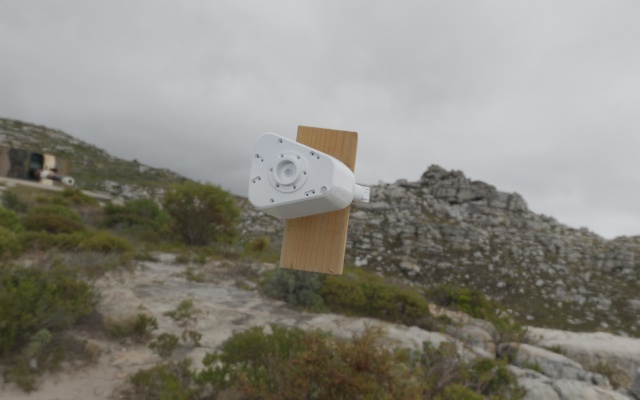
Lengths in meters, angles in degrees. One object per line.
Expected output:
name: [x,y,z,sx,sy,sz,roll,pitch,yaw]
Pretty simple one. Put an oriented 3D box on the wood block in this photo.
wood block: [0.000,0.002,0.720,0.091,0.206,0.090,7,-5,4]
